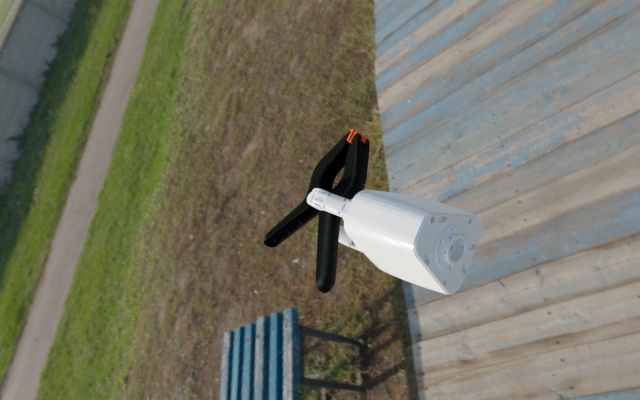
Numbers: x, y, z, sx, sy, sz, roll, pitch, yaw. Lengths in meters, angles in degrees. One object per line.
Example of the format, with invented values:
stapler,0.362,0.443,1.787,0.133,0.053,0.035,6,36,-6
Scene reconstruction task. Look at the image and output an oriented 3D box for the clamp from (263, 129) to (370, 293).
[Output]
clamp,0.000,0.001,0.648,0.036,0.210,0.164,26,-5,-38
